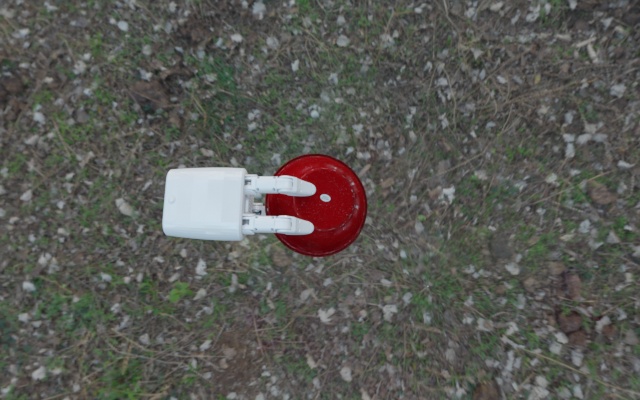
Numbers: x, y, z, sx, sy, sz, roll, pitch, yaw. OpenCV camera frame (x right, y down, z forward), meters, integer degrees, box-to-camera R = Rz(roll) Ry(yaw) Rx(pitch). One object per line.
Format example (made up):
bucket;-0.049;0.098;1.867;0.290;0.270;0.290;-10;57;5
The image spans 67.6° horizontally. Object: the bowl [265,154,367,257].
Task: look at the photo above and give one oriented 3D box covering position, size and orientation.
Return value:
bowl;0.001;0.002;0.711;0.162;0.162;0.055;0;-9;-12
